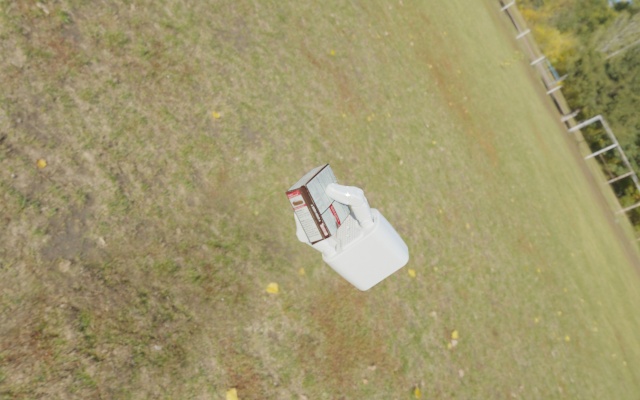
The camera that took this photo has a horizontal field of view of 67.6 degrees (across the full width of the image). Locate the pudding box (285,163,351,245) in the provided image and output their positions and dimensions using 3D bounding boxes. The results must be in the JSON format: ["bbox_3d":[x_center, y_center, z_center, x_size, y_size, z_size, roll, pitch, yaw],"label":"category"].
[{"bbox_3d":[0.000,0.002,0.727,0.039,0.090,0.113,-22,11,25],"label":"pudding box"}]
